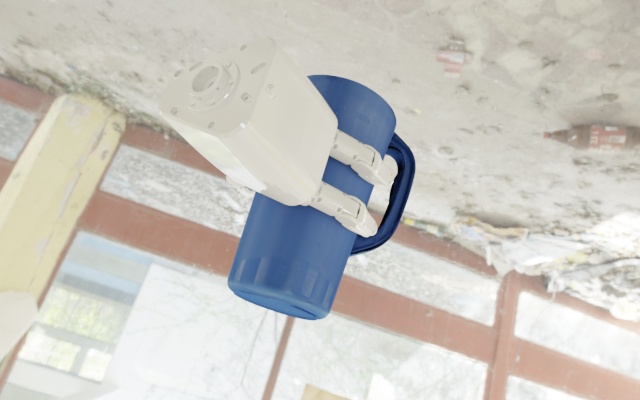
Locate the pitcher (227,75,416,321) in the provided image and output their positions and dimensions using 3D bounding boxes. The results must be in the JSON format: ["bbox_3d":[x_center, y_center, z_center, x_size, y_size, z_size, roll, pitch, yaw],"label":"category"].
[{"bbox_3d":[0.000,0.002,0.518,0.149,0.242,0.145,6,-23,30],"label":"pitcher"}]
